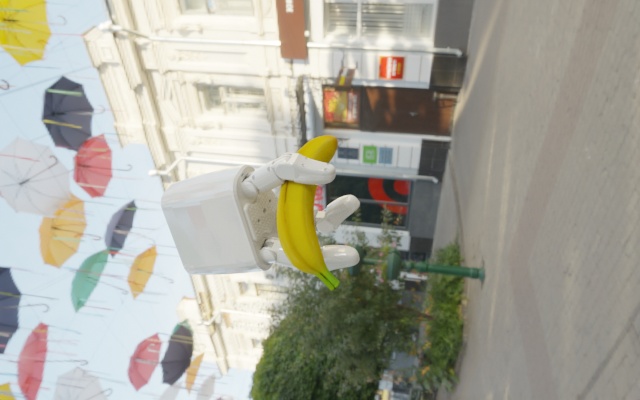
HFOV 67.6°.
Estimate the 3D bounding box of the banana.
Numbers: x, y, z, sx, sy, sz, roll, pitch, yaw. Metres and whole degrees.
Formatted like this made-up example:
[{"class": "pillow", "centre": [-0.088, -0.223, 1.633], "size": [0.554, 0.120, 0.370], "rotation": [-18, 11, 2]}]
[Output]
[{"class": "banana", "centre": [-0.013, -0.003, 0.508], "size": [0.037, 0.197, 0.070], "rotation": [-27, -44, 37]}]
